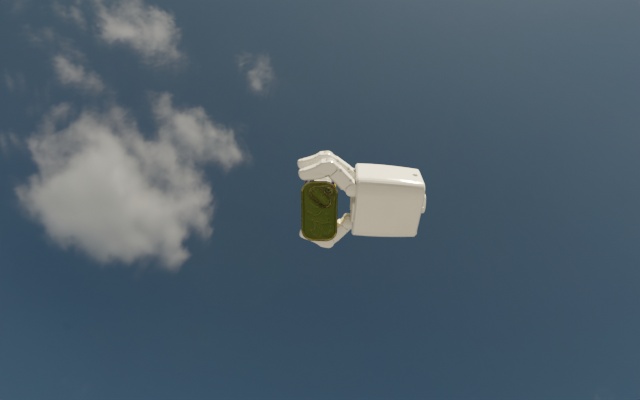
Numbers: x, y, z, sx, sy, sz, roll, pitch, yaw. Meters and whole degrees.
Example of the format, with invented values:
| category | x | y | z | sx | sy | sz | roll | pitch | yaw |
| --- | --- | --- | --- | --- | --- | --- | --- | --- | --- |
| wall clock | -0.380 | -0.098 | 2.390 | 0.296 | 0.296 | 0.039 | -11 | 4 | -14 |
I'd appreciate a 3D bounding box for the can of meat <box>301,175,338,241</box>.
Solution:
| category | x | y | z | sx | sy | sz | roll | pitch | yaw |
| --- | --- | --- | --- | --- | --- | --- | --- | --- | --- |
| can of meat | 0.000 | 0.003 | 0.783 | 0.057 | 0.102 | 0.084 | 1 | 24 | 3 |
